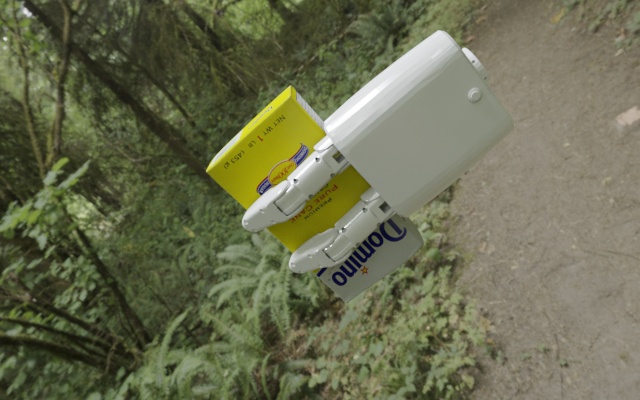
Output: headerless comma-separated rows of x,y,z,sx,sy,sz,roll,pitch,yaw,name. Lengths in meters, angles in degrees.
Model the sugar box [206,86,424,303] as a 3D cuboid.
0.000,0.001,0.408,0.093,0.176,0.048,-39,19,15,sugar box
